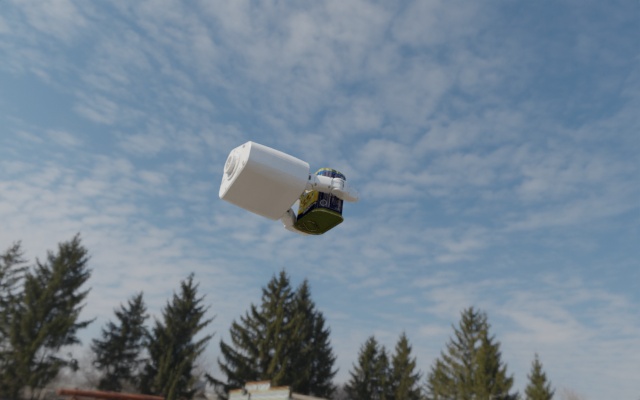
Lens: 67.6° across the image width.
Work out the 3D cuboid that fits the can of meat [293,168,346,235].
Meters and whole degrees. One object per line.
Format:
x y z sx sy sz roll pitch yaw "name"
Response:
0.000 0.002 0.824 0.057 0.084 0.102 19 -29 -22 "can of meat"
